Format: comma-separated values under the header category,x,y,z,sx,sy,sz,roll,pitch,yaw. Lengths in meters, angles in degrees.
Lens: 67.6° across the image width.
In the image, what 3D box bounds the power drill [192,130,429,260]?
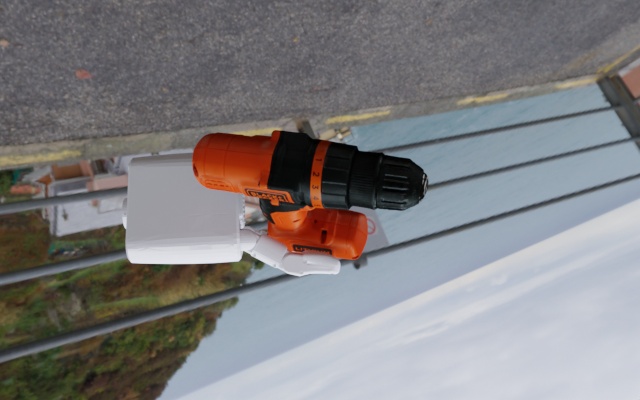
category,x,y,z,sx,sy,sz,roll,pitch,yaw
power drill,0.000,0.002,0.432,0.184,0.057,0.188,10,-21,13
